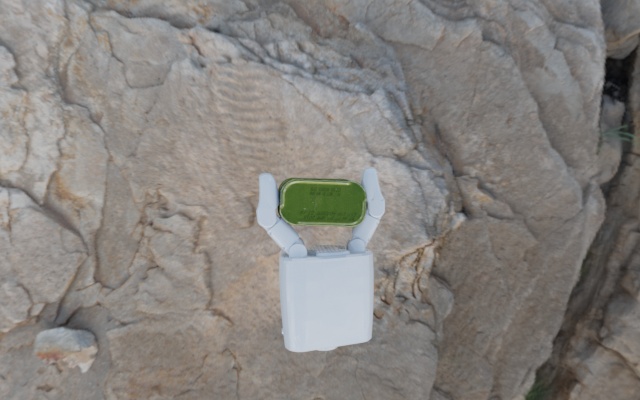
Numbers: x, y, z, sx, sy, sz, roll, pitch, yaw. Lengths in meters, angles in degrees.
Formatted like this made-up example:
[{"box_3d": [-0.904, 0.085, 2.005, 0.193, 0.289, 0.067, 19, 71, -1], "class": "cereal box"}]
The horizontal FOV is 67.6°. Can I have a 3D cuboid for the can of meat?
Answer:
[{"box_3d": [0.000, 0.002, 0.562, 0.102, 0.057, 0.084, 1, 2, -5], "class": "can of meat"}]
